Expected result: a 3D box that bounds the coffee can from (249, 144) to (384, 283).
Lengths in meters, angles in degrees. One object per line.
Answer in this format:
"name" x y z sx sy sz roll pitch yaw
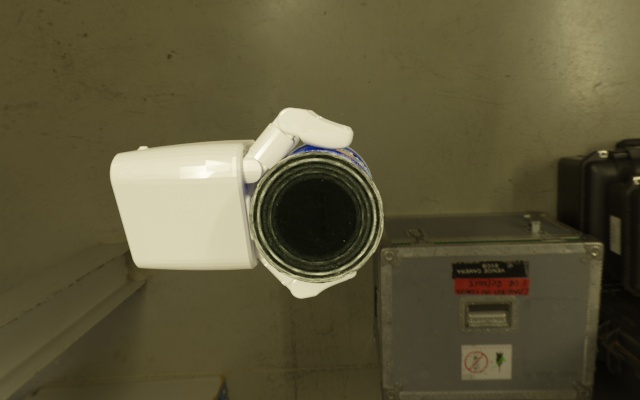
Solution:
"coffee can" 0.000 0.001 0.427 0.103 0.103 0.140 0 10 3
